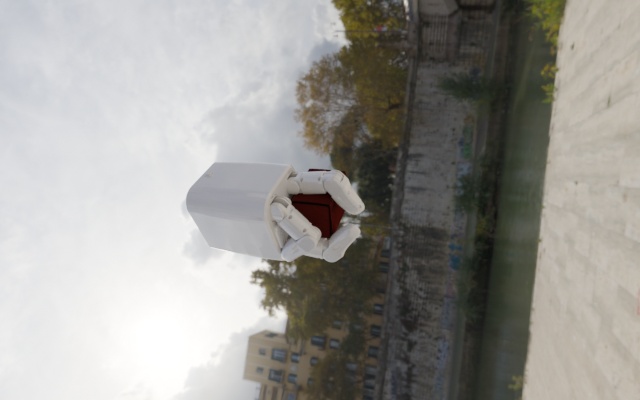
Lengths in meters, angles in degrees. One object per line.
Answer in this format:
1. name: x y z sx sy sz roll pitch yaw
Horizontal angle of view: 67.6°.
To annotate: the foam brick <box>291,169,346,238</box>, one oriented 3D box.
1. foam brick: 0.000 0.002 0.599 0.051 0.053 0.078 6 36 17
